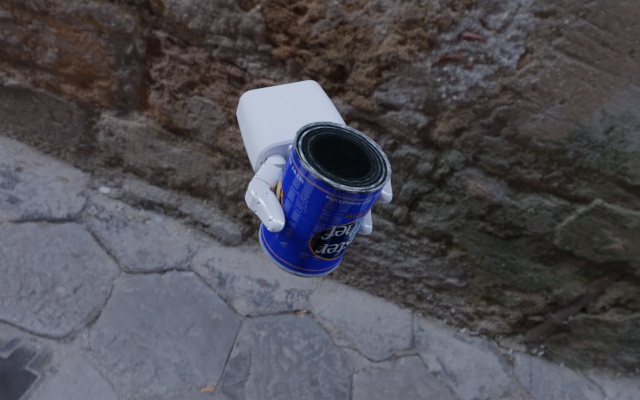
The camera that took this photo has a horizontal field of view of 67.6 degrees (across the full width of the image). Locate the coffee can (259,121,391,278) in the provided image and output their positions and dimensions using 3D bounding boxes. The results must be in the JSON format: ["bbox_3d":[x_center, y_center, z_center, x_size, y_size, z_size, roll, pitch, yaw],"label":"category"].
[{"bbox_3d":[0.000,0.002,0.515,0.103,0.102,0.140,0,-42,-26],"label":"coffee can"}]
